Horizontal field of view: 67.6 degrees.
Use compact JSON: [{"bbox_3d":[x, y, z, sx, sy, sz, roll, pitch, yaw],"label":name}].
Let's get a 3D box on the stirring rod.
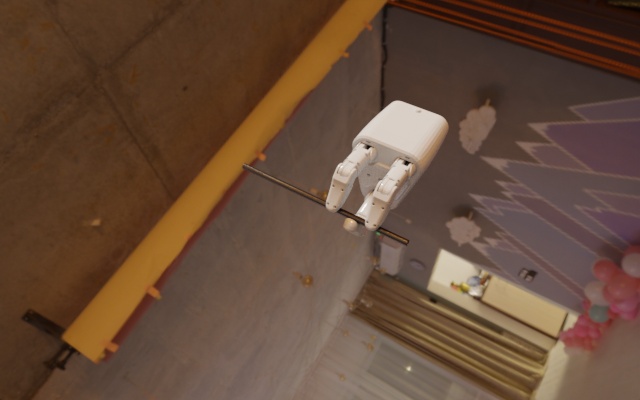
[{"bbox_3d":[0.000,0.002,0.600,0.239,0.011,0.011,25,9,19],"label":"stirring rod"}]
